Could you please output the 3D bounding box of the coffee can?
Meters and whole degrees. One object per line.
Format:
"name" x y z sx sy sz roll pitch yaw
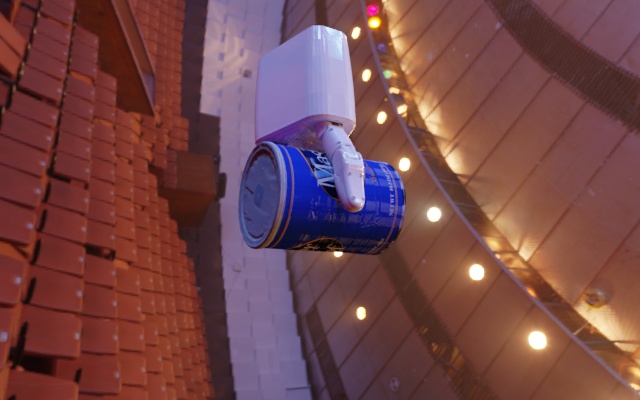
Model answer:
"coffee can" 0.000 0.002 0.487 0.140 0.103 0.103 7 -3 -29
